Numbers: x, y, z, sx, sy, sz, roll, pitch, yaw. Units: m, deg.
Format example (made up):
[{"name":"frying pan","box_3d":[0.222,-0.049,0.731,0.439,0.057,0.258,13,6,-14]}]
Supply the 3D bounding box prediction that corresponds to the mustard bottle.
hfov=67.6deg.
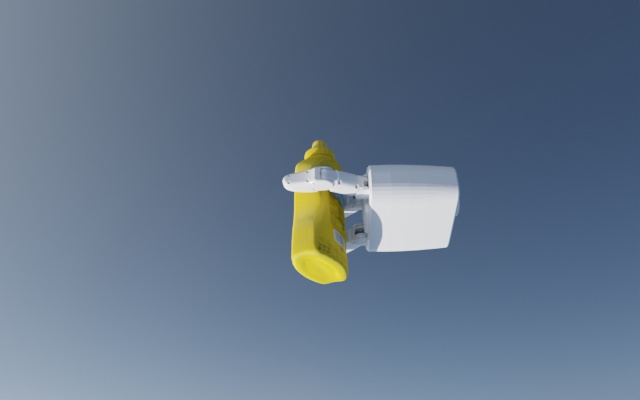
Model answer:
[{"name":"mustard bottle","box_3d":[0.000,0.002,0.613,0.058,0.191,0.096,-14,-34,22]}]
